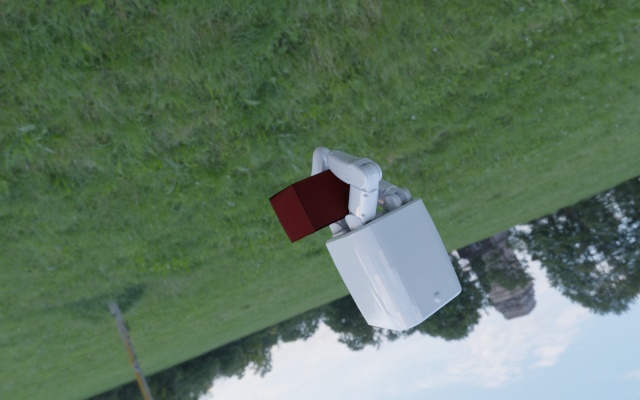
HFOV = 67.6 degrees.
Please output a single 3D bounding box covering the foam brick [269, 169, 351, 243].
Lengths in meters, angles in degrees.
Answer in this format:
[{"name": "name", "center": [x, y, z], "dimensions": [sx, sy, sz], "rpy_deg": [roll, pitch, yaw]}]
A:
[{"name": "foam brick", "center": [0.000, 0.002, 0.480], "dimensions": [0.078, 0.051, 0.053], "rpy_deg": [-24, -2, -34]}]
